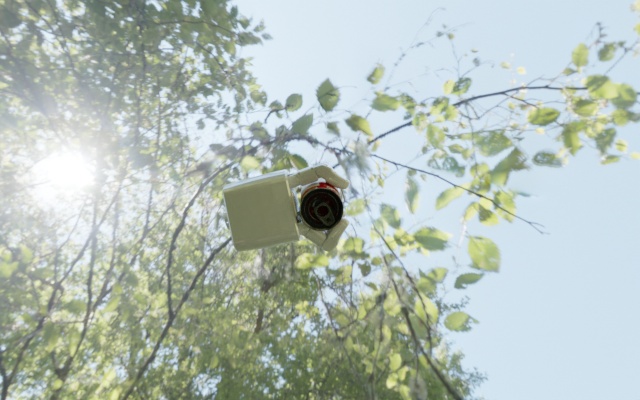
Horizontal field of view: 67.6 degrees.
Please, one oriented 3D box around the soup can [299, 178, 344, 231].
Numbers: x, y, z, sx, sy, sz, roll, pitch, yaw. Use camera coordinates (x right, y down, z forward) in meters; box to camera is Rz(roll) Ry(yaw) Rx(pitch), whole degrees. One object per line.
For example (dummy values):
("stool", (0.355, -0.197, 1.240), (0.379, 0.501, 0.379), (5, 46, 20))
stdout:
("soup can", (0.001, 0.002, 0.774), (0.068, 0.068, 0.102), (0, 14, -2))
